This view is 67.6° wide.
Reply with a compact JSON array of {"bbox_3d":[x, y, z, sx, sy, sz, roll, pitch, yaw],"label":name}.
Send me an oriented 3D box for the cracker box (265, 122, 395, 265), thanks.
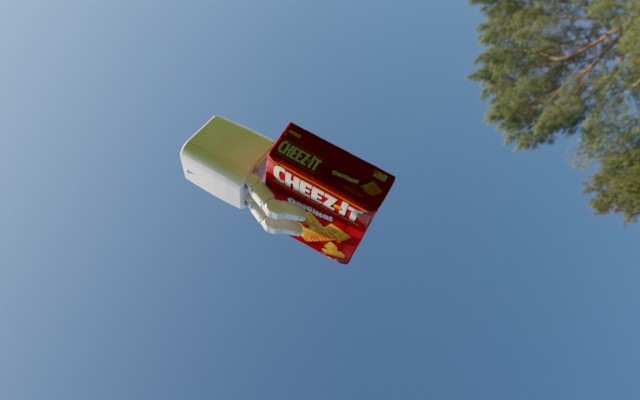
[{"bbox_3d":[0.000,0.002,0.717,0.164,0.072,0.214,28,-27,6],"label":"cracker box"}]
